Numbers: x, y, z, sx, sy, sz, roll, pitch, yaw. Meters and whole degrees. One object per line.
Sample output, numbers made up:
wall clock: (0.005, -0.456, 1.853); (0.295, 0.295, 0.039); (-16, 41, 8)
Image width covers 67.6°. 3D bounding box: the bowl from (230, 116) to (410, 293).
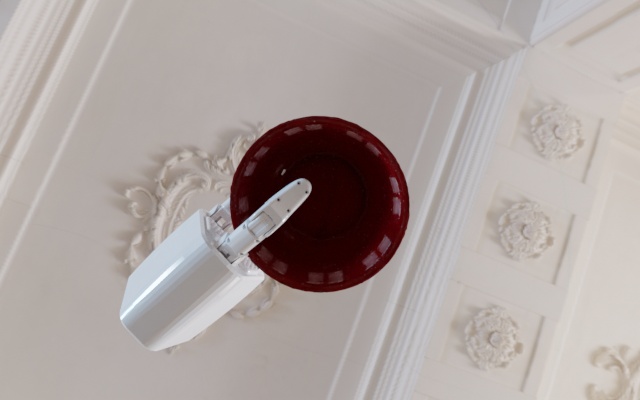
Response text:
bowl: (0.001, 0.001, 0.450); (0.162, 0.162, 0.055); (0, 11, 5)
